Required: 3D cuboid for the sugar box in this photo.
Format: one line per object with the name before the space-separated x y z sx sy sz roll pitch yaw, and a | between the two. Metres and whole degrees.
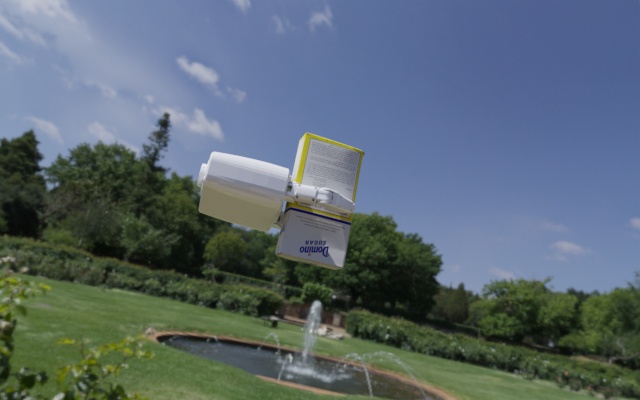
sugar box | 0.000 0.002 0.676 0.093 0.176 0.048 16 -13 -14
